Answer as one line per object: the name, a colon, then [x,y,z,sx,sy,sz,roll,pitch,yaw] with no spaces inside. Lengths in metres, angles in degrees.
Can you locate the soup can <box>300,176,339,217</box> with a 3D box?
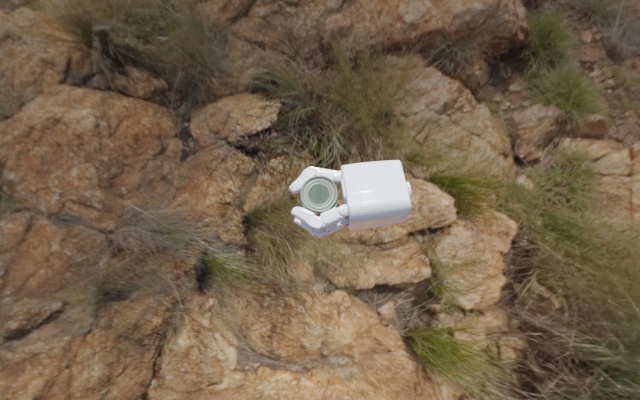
soup can: [0.000,0.003,0.857,0.068,0.068,0.102,0,-16,3]
